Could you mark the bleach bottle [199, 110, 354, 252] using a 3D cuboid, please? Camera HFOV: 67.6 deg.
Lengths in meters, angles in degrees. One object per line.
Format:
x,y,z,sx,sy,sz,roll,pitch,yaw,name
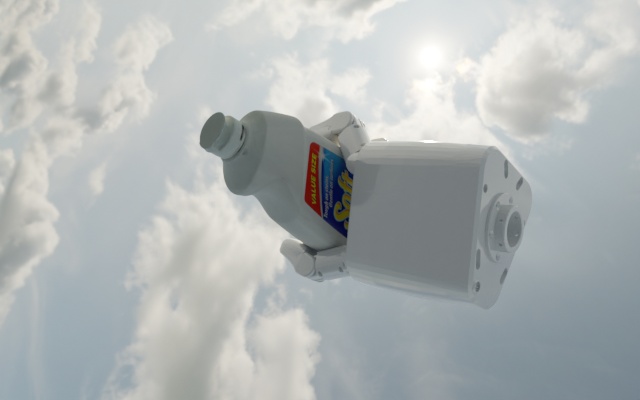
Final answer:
0.000,0.001,0.423,0.068,0.102,0.251,6,-16,44,bleach bottle
